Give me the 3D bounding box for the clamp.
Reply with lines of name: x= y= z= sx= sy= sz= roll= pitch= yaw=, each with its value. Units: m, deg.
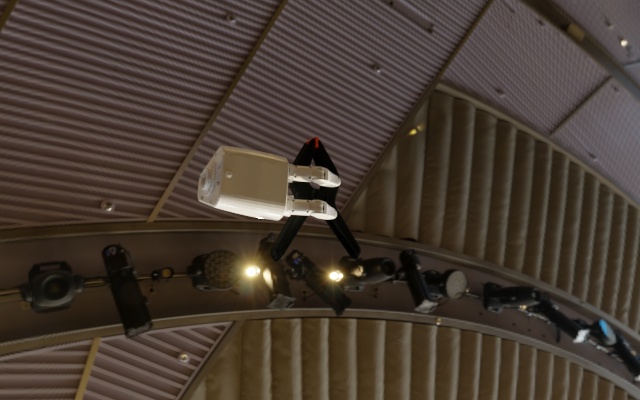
clamp: x=-0.001 y=0.002 z=0.785 sx=0.164 sy=0.210 sz=0.036 roll=11 pitch=-16 yaw=-32
